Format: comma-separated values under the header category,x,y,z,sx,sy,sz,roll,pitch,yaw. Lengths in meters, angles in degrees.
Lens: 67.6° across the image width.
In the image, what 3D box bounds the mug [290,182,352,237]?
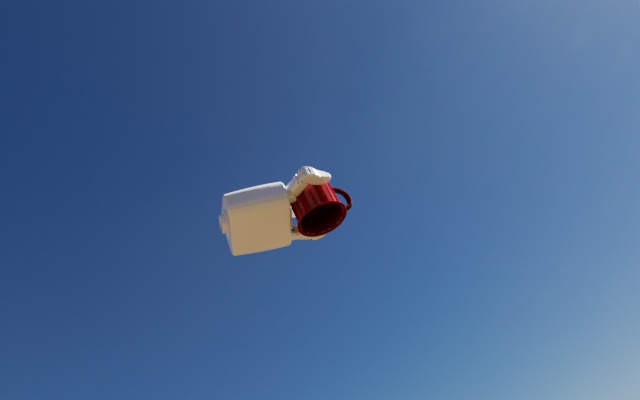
category,x,y,z,sx,sy,sz,roll,pitch,yaw
mug,0.001,0.002,0.858,0.117,0.081,0.093,-11,-39,-20
